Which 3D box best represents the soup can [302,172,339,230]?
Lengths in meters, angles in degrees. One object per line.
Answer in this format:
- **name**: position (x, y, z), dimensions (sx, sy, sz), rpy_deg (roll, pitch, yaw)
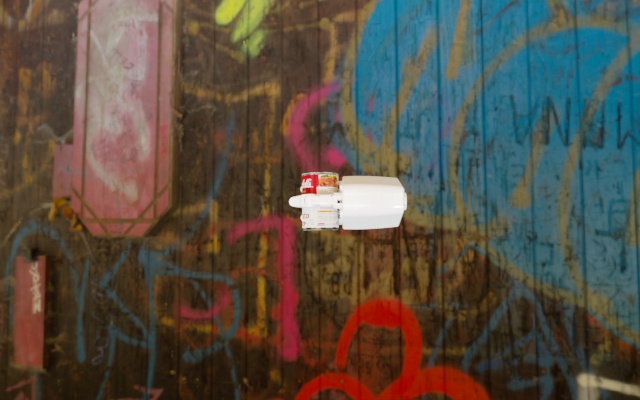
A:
- **soup can**: position (0.000, 0.003, 0.870), dimensions (0.068, 0.102, 0.068), rpy_deg (-1, -3, 0)
